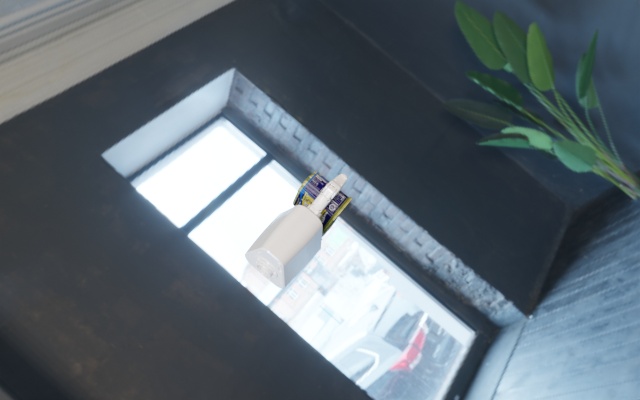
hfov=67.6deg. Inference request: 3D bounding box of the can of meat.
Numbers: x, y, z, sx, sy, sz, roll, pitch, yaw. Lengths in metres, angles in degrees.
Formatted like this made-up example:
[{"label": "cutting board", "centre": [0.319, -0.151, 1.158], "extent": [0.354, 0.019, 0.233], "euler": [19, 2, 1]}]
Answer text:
[{"label": "can of meat", "centre": [0.000, 0.003, 0.870], "extent": [0.084, 0.057, 0.102], "euler": [40, -27, 4]}]
